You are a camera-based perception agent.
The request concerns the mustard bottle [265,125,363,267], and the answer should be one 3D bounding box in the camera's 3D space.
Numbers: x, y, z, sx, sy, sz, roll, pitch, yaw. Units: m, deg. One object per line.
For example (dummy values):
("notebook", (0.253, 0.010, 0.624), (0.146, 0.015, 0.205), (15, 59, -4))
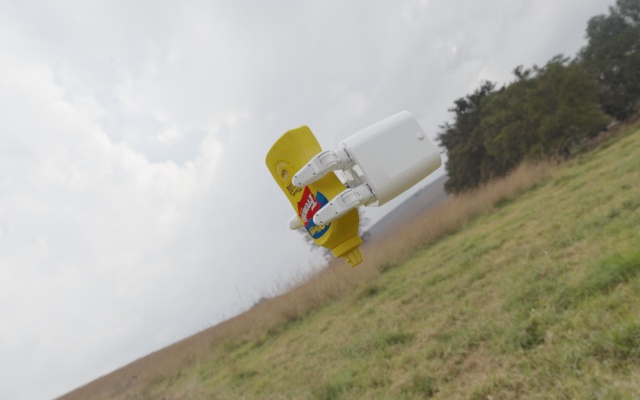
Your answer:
("mustard bottle", (0.000, 0.002, 0.636), (0.058, 0.191, 0.096), (-25, -12, -37))
